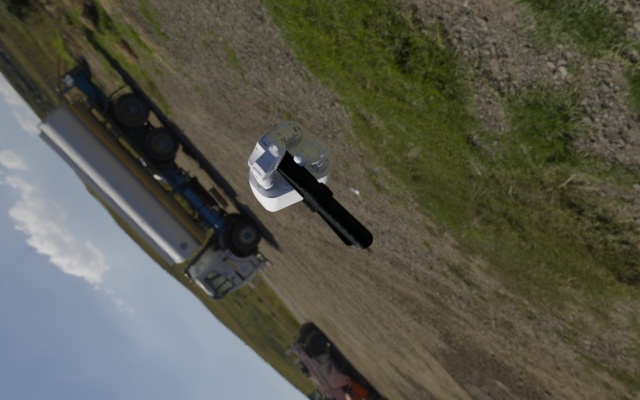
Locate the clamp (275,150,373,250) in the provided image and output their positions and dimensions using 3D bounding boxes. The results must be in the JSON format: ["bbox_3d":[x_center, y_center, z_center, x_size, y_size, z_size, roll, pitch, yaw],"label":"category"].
[{"bbox_3d":[0.000,0.002,0.629,0.039,0.171,0.120,-41,-8,-11],"label":"clamp"}]
